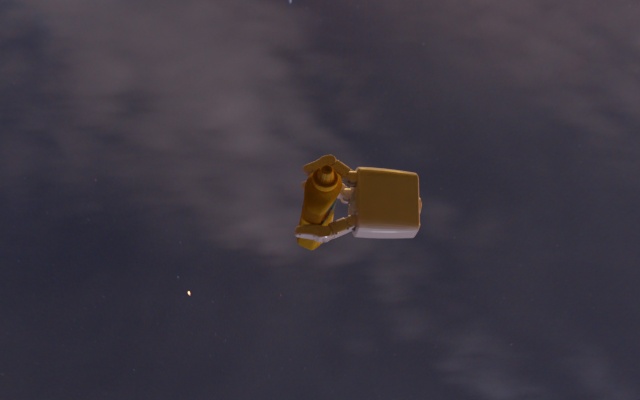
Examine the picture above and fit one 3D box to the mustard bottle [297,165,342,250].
[{"bbox_3d":[0.000,0.003,0.806,0.058,0.096,0.192,25,-31,7],"label":"mustard bottle"}]
